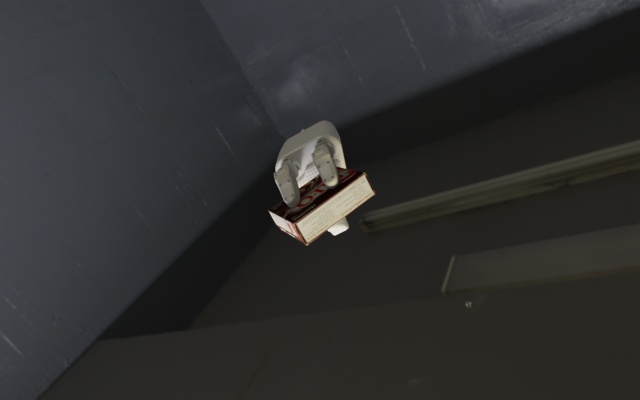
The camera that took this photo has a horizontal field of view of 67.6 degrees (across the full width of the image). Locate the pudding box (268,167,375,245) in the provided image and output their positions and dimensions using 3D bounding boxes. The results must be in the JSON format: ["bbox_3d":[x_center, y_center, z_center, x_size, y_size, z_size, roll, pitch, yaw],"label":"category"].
[{"bbox_3d":[0.000,0.002,0.609,0.113,0.039,0.090,-38,22,-15],"label":"pudding box"}]
